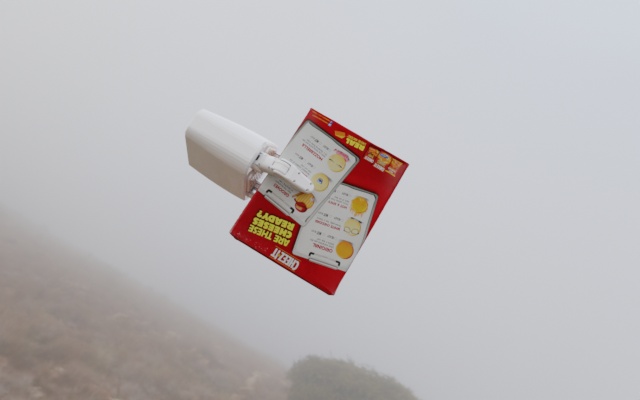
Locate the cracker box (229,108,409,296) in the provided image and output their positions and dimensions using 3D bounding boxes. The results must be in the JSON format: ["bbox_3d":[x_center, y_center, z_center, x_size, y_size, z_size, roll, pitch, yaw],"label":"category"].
[{"bbox_3d":[0.000,0.002,0.679,0.164,0.213,0.072,31,-12,5],"label":"cracker box"}]
